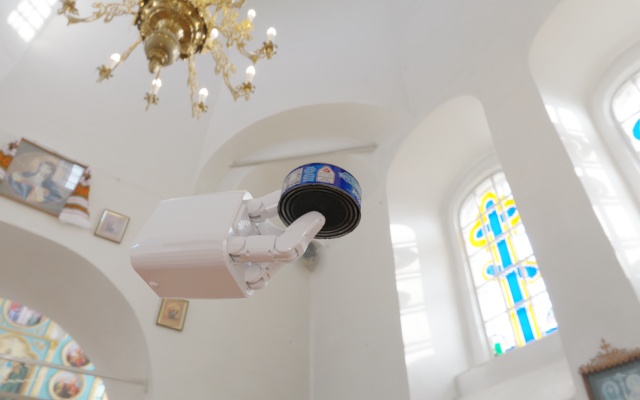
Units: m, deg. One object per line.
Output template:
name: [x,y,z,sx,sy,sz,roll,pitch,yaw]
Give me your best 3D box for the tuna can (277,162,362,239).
tuna can: [0.000,0.001,0.495,0.086,0.033,0.086,5,-41,4]
